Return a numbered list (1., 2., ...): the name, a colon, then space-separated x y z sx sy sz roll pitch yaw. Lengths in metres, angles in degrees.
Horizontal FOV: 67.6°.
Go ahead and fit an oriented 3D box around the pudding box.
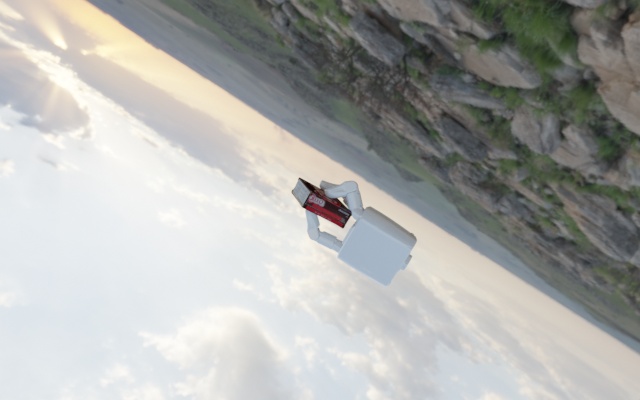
1. pudding box: 0.000 0.003 0.879 0.090 0.039 0.113 29 5 -20
